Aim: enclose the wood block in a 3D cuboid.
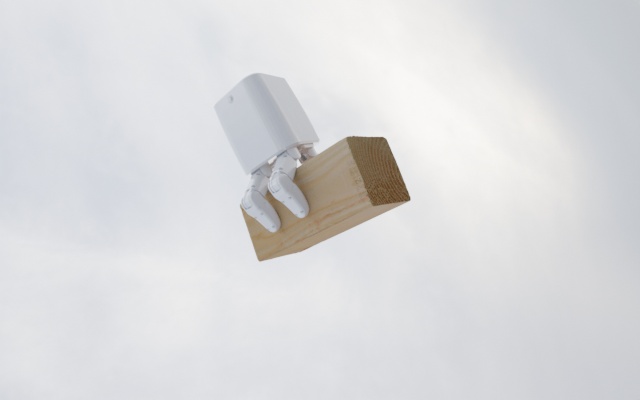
[{"bbox_3d":[0.000,0.002,0.629,0.206,0.090,0.091,-28,-13,38],"label":"wood block"}]
